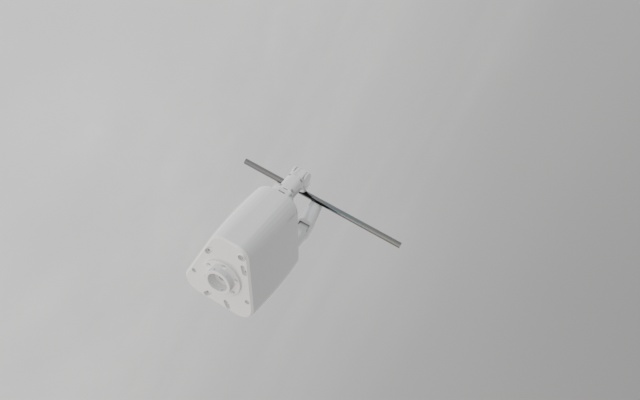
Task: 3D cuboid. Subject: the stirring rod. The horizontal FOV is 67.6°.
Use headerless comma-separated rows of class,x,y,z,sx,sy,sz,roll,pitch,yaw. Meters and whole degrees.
stirring rod,0.000,0.002,0.642,0.239,0.011,0.011,29,5,10
